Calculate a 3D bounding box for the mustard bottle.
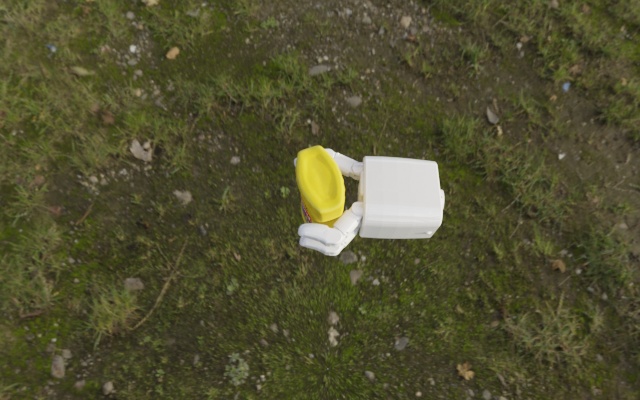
[{"bbox_3d":[0.000,0.002,0.697,0.058,0.096,0.192,-20,-18,-6],"label":"mustard bottle"}]
